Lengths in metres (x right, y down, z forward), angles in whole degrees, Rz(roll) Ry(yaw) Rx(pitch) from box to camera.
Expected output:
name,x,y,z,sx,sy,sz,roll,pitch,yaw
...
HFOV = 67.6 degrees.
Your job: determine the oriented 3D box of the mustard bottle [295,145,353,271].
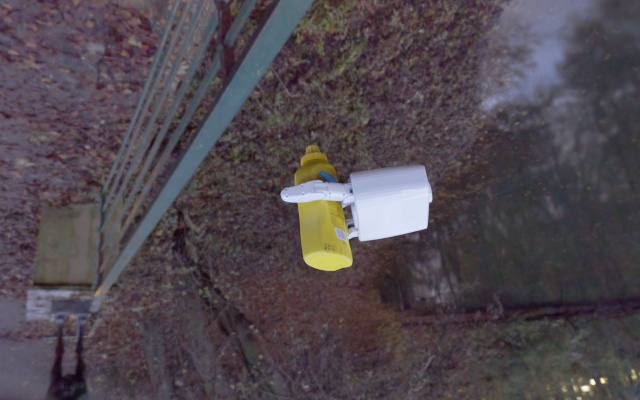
name,x,y,z,sx,sy,sz,roll,pitch,yaw
mustard bottle,0.000,0.003,0.710,0.058,0.191,0.096,-20,-27,24
